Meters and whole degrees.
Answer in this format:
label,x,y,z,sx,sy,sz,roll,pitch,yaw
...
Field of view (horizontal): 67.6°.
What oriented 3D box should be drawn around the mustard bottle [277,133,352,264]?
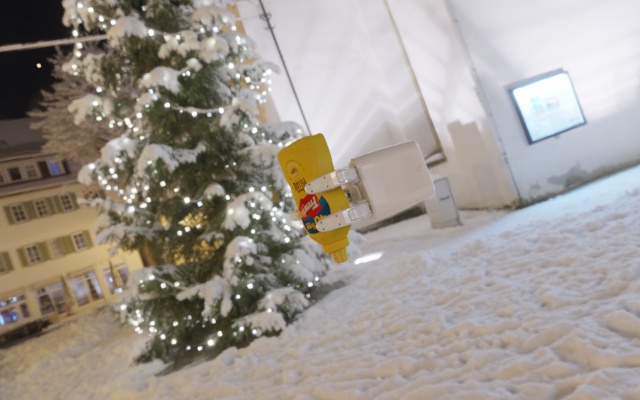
label,x,y,z,sx,sy,sz,roll,pitch,yaw
mustard bottle,0.000,0.002,0.719,0.058,0.191,0.096,-20,-2,-38
